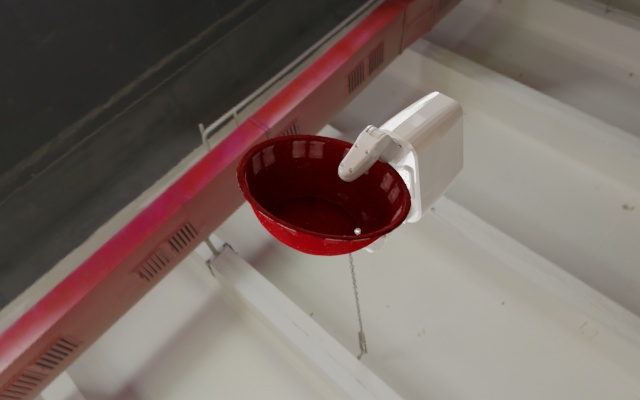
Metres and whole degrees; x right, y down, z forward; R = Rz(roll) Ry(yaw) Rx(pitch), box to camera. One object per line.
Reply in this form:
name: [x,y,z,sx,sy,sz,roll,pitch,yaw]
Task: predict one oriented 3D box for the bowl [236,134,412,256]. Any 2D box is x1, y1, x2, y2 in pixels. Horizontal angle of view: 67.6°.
bowl: [-0.001,0.002,0.452,0.162,0.055,0.162,9,36,-7]
